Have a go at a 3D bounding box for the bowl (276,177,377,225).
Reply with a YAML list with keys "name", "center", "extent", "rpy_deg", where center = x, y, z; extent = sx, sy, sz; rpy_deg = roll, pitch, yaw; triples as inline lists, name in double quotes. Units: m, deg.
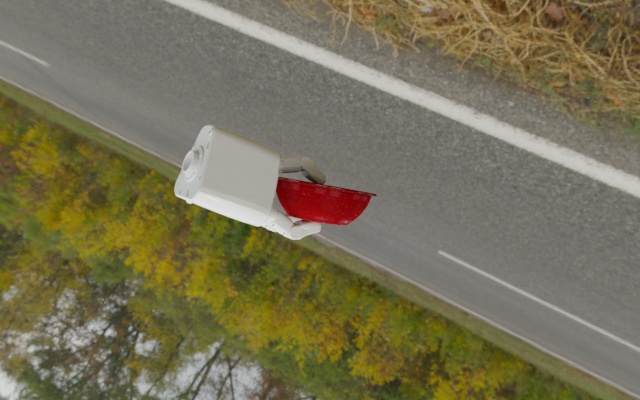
- name: "bowl"
  center: [0.001, 0.003, 0.718]
  extent: [0.162, 0.055, 0.162]
  rpy_deg: [10, 2, 0]
